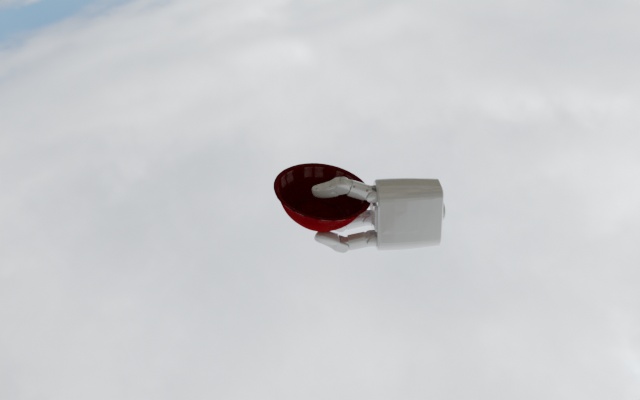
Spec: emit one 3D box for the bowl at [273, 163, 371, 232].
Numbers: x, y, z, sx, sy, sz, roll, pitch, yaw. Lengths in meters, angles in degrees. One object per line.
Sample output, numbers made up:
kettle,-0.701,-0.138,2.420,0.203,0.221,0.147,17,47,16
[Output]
bowl,-0.001,0.003,0.792,0.162,0.055,0.162,7,36,-5
